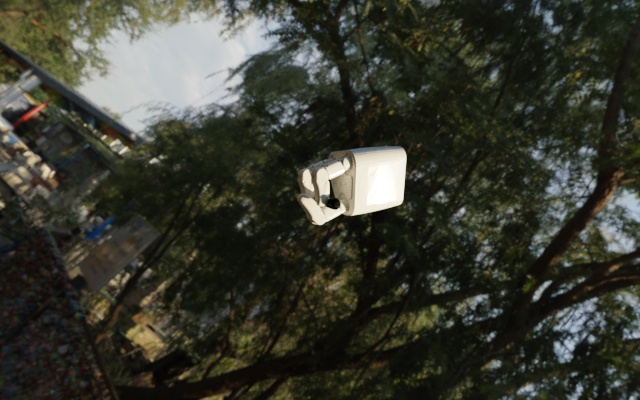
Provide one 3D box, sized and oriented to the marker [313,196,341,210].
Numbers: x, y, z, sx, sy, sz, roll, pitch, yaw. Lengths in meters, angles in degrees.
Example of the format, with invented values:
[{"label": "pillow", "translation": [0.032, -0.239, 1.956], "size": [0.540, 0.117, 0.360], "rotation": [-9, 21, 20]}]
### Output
[{"label": "marker", "translation": [0.000, 0.003, 0.800], "size": [0.020, 0.020, 0.121], "rotation": [0, 3, -26]}]
